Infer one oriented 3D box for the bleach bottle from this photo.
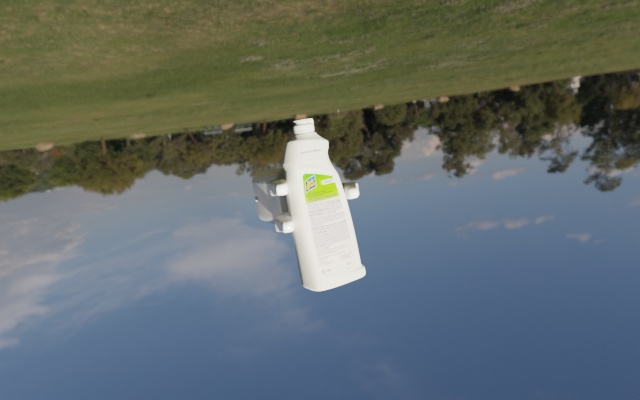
[{"bbox_3d":[0.000,0.002,0.722,0.102,0.251,0.068,-14,10,-31],"label":"bleach bottle"}]
